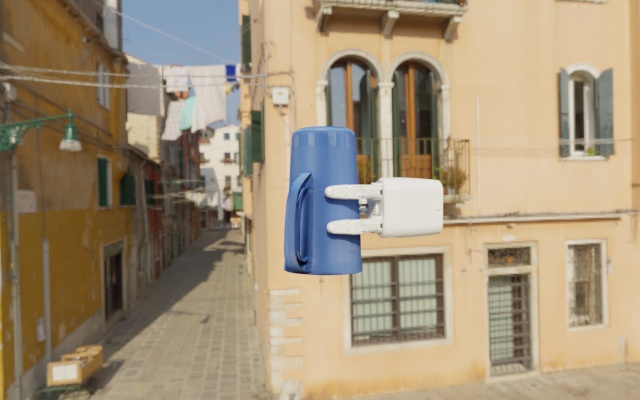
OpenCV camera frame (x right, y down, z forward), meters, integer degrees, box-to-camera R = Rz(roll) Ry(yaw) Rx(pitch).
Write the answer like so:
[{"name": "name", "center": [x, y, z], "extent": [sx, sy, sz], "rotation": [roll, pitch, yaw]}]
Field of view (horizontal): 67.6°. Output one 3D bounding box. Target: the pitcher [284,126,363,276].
[{"name": "pitcher", "center": [0.000, 0.003, 0.794], "extent": [0.145, 0.243, 0.149], "rotation": [0, 0, -14]}]
